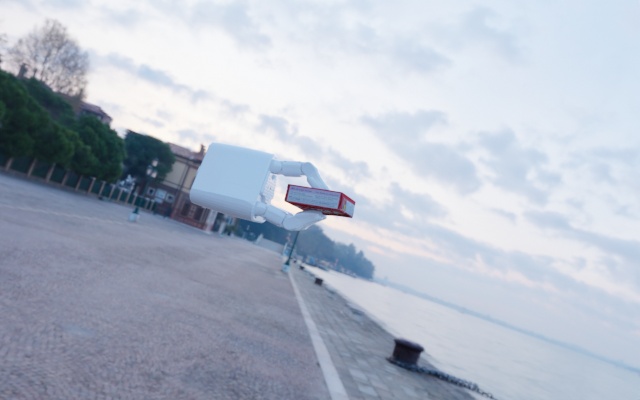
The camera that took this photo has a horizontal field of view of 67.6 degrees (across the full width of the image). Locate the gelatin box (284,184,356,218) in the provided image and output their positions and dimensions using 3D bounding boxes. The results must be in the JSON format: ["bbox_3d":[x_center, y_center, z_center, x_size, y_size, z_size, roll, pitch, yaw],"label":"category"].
[{"bbox_3d":[0.001,0.002,0.719,0.089,0.030,0.073,8,-9,21],"label":"gelatin box"}]
